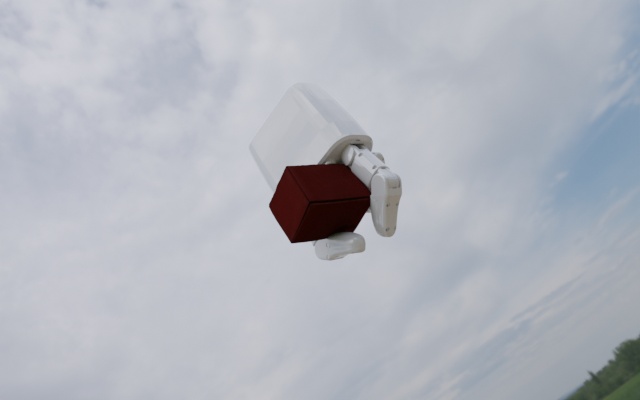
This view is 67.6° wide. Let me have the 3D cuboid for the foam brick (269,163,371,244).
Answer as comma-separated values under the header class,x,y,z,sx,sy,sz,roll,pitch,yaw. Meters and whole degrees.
class,x,y,z,sx,sy,sz,roll,pitch,yaw
foam brick,0.000,0.001,0.453,0.078,0.053,0.051,-5,47,-38
